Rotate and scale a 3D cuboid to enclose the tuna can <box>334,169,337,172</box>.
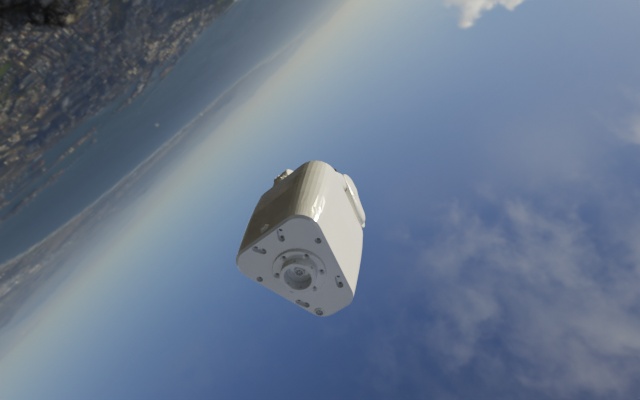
[{"bbox_3d":[0.001,0.002,0.601,0.034,0.086,0.086,43,-17,-19],"label":"tuna can"}]
